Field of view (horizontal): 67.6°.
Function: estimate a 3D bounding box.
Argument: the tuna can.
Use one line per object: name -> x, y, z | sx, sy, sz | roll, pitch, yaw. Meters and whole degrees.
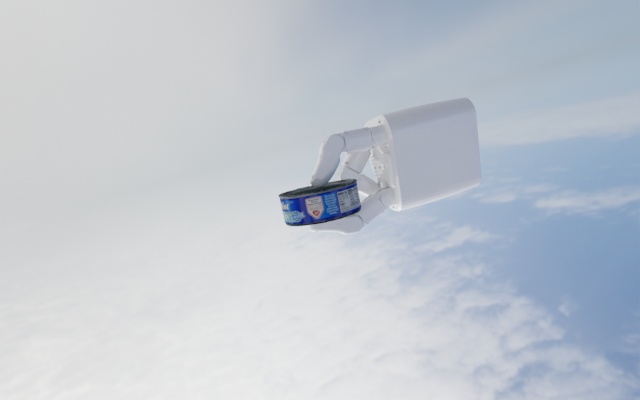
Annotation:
tuna can -> 0.000, 0.002, 0.514 | 0.086, 0.034, 0.086 | -11, 7, 1
